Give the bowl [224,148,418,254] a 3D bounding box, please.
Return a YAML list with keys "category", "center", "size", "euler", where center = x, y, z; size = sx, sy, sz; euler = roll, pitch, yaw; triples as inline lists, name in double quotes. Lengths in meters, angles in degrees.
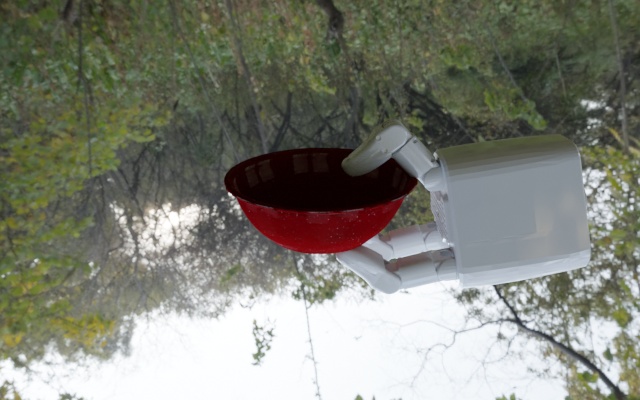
- category: "bowl"
  center: [-0.001, 0.002, 0.413]
  size: [0.162, 0.055, 0.162]
  euler: [0, 22, 0]
